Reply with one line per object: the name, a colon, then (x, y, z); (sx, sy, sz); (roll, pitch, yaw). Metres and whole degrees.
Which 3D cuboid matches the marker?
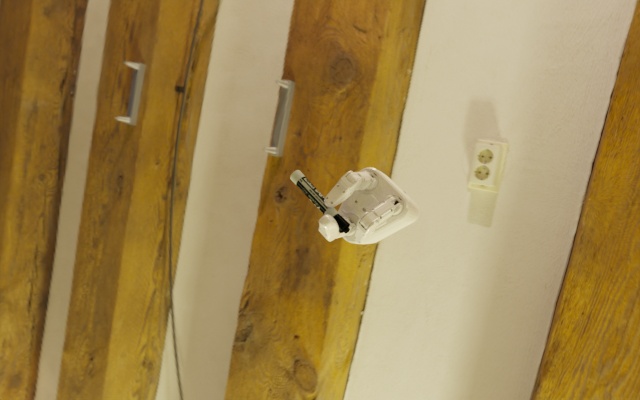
marker: (0.000, 0.002, 0.689); (0.121, 0.020, 0.020); (47, 21, 21)
